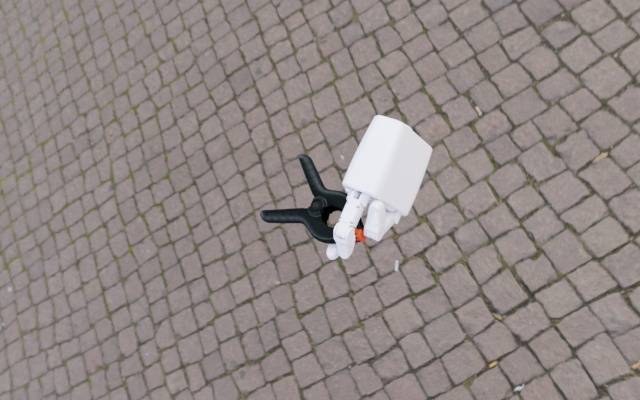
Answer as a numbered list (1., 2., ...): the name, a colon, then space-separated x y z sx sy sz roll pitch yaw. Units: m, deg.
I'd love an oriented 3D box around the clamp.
1. clamp: 0.000 0.002 0.705 0.171 0.120 0.039 22 -3 27
